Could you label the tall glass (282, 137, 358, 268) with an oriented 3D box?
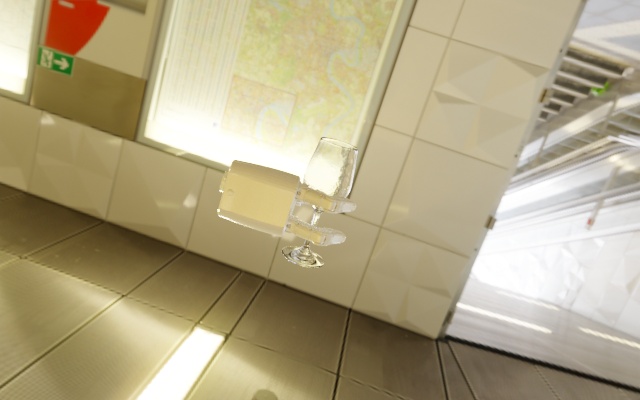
[{"bbox_3d":[0.000,0.003,0.767,0.079,0.201,0.079,17,15,-5],"label":"tall glass"}]
